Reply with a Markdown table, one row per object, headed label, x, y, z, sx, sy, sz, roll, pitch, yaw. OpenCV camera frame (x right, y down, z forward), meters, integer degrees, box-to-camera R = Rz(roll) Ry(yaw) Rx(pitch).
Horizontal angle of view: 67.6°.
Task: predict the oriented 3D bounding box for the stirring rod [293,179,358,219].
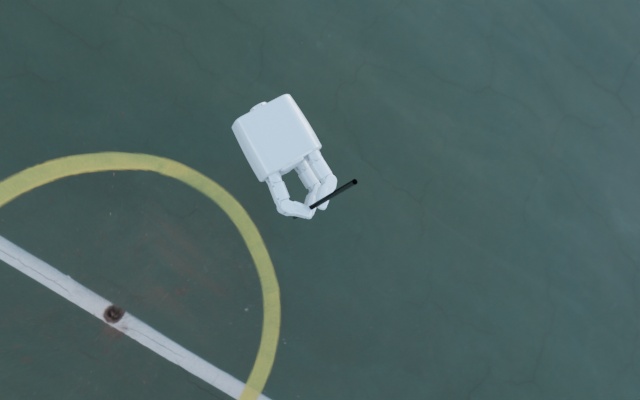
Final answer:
| label | x | y | z | sx | sy | sz | roll | pitch | yaw |
| --- | --- | --- | --- | --- | --- | --- | --- | --- | --- |
| stirring rod | 0.000 | 0.002 | 0.757 | 0.011 | 0.011 | 0.239 | 0 | -13 | -24 |
